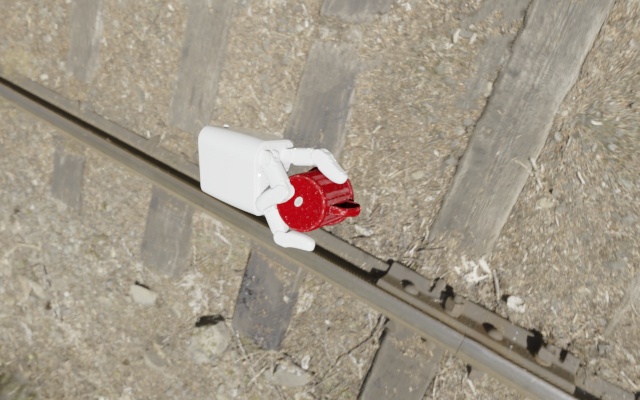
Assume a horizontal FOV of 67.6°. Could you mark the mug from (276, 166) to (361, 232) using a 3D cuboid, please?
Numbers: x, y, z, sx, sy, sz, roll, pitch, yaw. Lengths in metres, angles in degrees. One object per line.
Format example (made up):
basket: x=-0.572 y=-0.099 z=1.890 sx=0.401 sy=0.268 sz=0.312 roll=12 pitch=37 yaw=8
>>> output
mug: x=0.001 y=0.003 z=0.678 sx=0.117 sy=0.093 sz=0.081 roll=19 pitch=17 yaw=24
